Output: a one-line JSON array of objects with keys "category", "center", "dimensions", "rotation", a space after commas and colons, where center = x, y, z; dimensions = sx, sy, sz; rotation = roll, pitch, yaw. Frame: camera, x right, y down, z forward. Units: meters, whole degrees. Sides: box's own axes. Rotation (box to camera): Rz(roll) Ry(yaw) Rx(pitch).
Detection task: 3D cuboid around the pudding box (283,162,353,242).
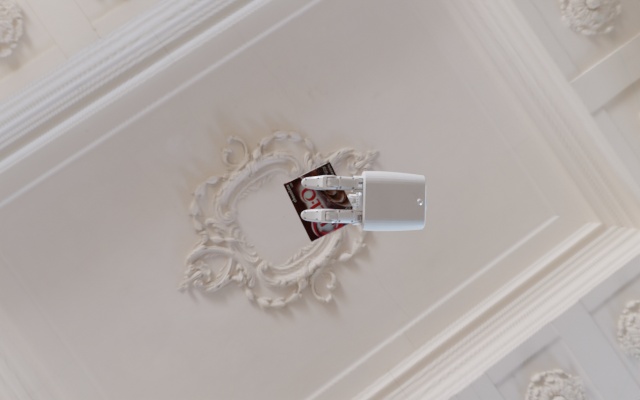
[{"category": "pudding box", "center": [0.000, 0.003, 0.826], "dimensions": [0.090, 0.113, 0.039], "rotation": [-26, -2, -1]}]
